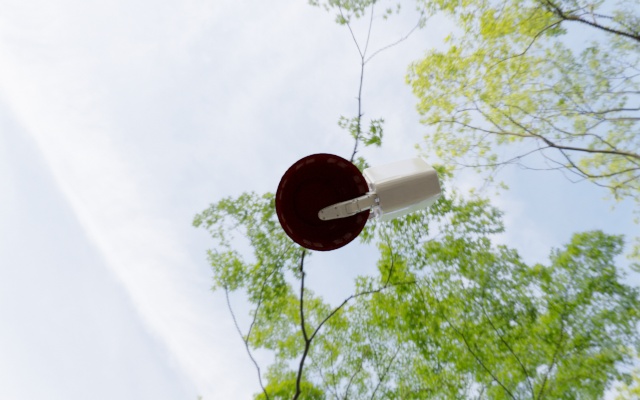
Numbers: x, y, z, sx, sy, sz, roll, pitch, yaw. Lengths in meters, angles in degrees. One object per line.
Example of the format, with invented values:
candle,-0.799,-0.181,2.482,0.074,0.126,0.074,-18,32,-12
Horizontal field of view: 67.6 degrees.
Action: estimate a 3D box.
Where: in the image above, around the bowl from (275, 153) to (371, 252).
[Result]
bowl,-0.001,0.003,0.801,0.162,0.162,0.055,0,1,-14
